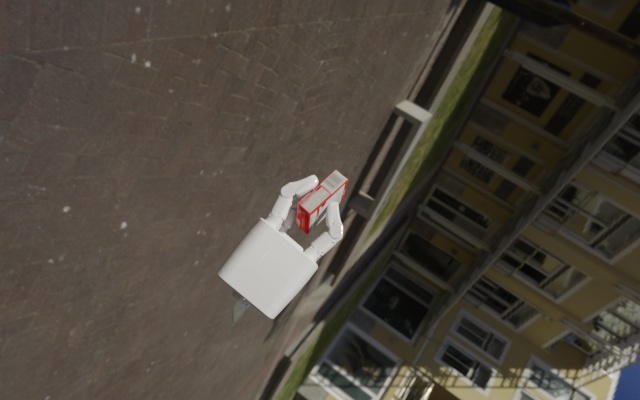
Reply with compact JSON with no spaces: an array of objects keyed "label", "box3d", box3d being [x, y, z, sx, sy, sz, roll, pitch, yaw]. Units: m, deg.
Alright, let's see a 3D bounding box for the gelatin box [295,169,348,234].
[{"label":"gelatin box","box3d":[0.001,0.003,0.747,0.089,0.030,0.073,-43,-16,-21]}]
